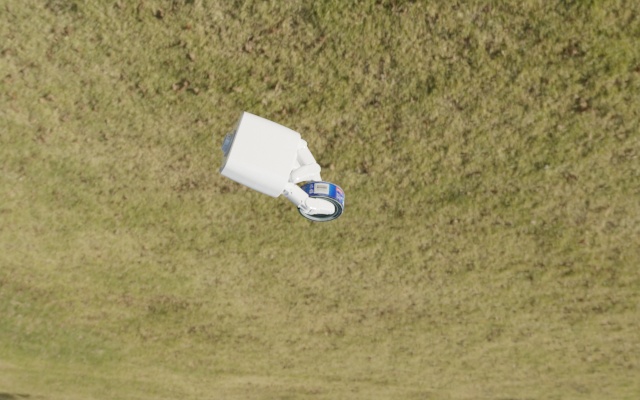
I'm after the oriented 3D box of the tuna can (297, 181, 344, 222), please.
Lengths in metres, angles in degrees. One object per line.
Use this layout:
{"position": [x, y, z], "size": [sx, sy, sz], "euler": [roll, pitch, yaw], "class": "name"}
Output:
{"position": [0.000, 0.003, 0.862], "size": [0.086, 0.033, 0.086], "euler": [3, -35, 2], "class": "tuna can"}
